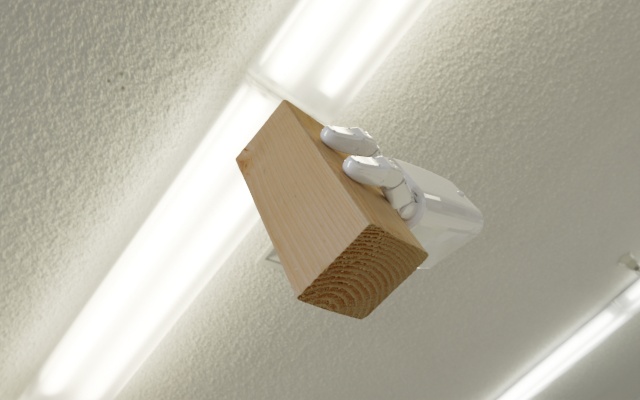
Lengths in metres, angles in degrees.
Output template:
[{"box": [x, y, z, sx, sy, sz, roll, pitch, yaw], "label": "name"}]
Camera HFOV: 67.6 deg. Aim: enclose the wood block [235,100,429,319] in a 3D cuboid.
[{"box": [0.000, 0.002, 0.469, 0.090, 0.091, 0.206, 28, 21, -40], "label": "wood block"}]
